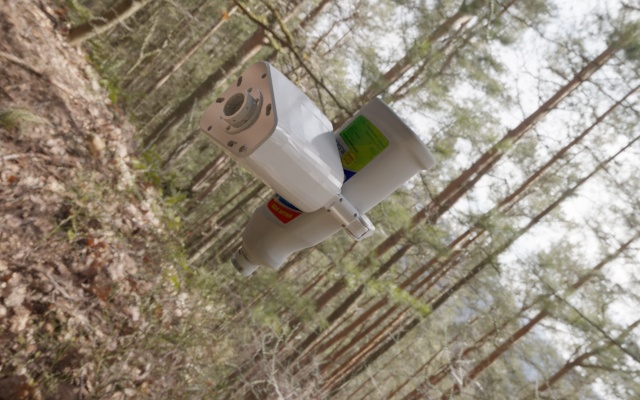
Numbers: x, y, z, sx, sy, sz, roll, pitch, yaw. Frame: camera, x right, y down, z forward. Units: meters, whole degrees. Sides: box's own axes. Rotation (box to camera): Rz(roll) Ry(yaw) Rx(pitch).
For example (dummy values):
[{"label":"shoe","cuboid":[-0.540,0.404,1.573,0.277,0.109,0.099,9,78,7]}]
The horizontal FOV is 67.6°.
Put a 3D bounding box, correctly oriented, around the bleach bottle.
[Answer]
[{"label":"bleach bottle","cuboid":[0.000,0.002,0.538,0.068,0.251,0.102,39,14,-45]}]
